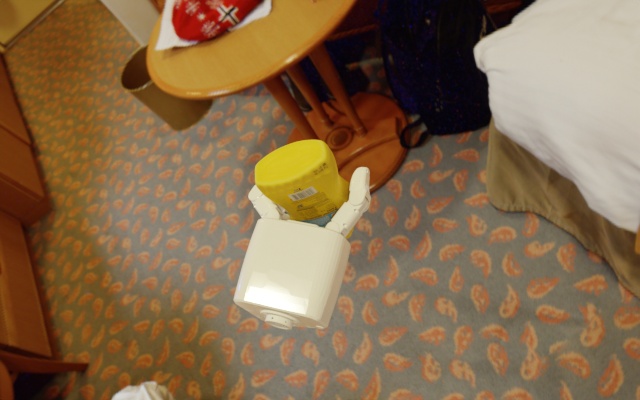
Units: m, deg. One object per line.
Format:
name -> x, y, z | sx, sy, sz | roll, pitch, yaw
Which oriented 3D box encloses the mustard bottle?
mustard bottle -> 0.000, 0.002, 0.628 | 0.096, 0.058, 0.192 | -20, -37, 15
